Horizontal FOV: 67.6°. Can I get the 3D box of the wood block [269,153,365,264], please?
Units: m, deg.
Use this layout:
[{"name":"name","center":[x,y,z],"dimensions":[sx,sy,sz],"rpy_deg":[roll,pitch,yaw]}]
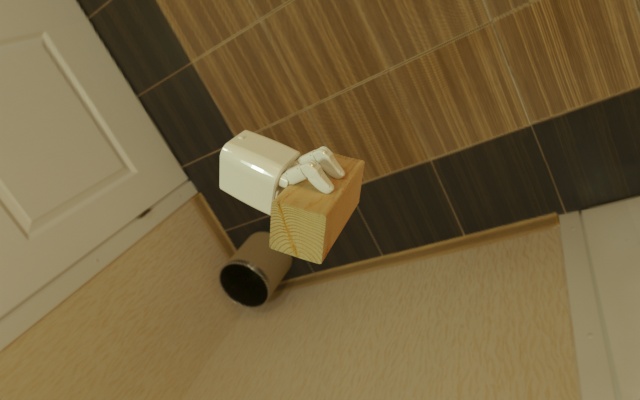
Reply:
[{"name":"wood block","center":[0.000,0.003,0.799],"dimensions":[0.090,0.091,0.206],"rpy_deg":[16,32,15]}]
